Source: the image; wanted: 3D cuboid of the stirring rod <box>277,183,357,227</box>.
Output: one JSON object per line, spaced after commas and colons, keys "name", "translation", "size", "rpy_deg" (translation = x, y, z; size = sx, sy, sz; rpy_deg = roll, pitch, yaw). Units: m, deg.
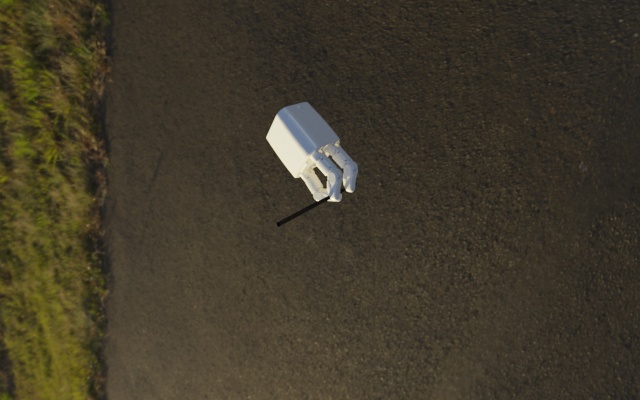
{"name": "stirring rod", "translation": [0.000, 0.003, 0.885], "size": [0.011, 0.011, 0.239], "rpy_deg": [0, 18, 38]}
